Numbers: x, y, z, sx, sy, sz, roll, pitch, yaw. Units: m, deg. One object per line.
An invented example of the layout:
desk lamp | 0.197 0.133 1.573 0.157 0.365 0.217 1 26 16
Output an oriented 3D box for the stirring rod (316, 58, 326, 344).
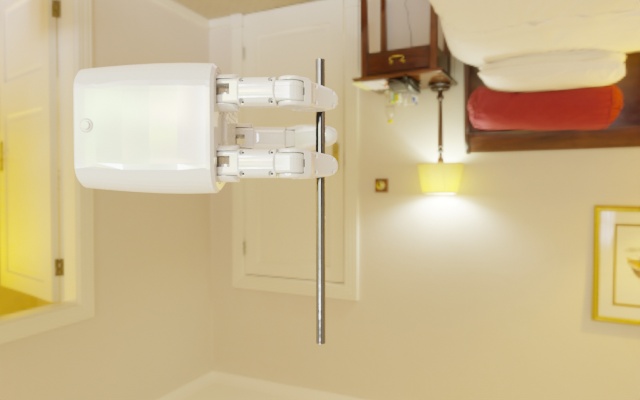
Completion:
stirring rod | 0.000 0.001 0.406 0.011 0.239 0.011 0 1 0
